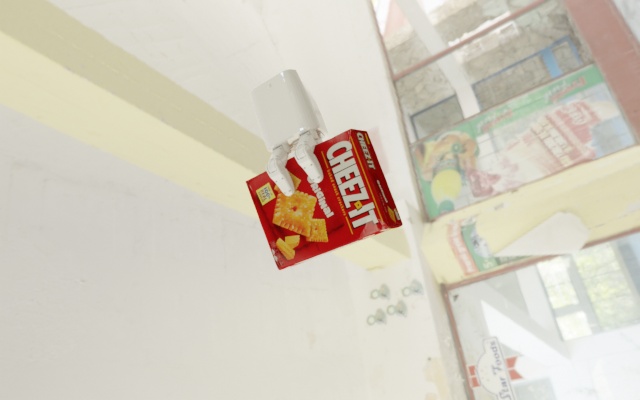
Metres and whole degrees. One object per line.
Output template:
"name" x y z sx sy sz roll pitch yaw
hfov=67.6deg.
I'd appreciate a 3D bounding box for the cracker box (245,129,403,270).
"cracker box" 0.000 0.003 0.772 0.214 0.164 0.072 -24 -8 27
